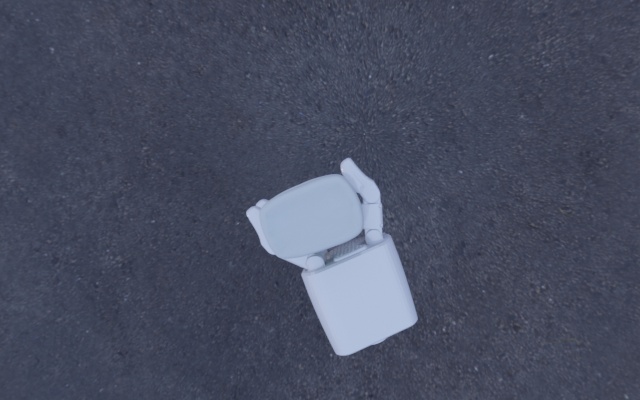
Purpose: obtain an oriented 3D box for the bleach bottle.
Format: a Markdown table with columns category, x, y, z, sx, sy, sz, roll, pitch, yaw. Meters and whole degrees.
| category | x | y | z | sx | sy | sz | roll | pitch | yaw |
| --- | --- | --- | --- | --- | --- | --- | --- | --- | --- |
| bleach bottle | 0.000 | 0.002 | 0.576 | 0.102 | 0.068 | 0.251 | -21 | 5 | 8 |
